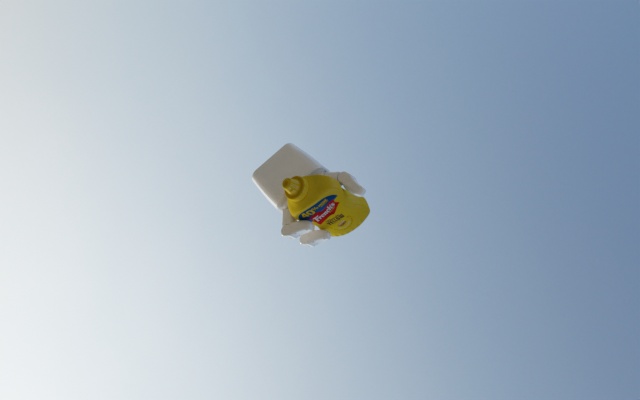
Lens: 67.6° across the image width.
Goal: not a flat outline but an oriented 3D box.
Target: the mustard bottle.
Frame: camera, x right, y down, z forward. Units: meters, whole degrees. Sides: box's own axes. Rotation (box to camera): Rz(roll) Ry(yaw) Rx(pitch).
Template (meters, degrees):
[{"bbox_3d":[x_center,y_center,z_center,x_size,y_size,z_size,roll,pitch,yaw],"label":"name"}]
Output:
[{"bbox_3d":[0.000,0.003,0.818,0.096,0.058,0.192,-33,-35,21],"label":"mustard bottle"}]
